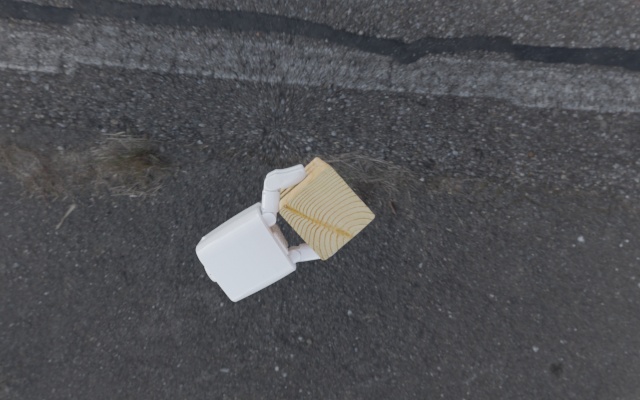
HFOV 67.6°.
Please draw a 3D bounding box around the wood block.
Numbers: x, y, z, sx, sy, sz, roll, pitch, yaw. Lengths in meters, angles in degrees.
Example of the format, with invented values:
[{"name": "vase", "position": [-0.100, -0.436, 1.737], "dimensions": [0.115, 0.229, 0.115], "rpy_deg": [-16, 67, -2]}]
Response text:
[{"name": "wood block", "position": [0.000, 0.003, 0.700], "dimensions": [0.090, 0.091, 0.206], "rpy_deg": [-41, 10, 2]}]
